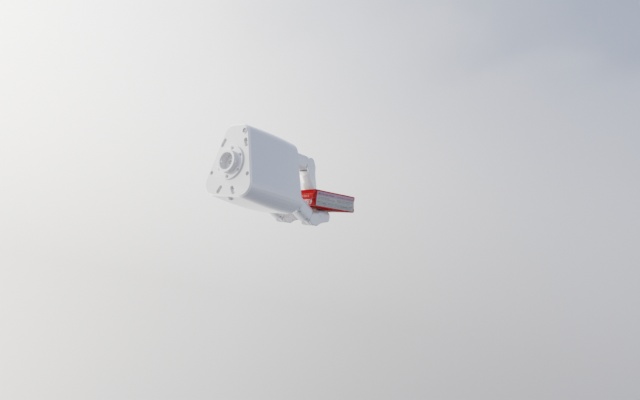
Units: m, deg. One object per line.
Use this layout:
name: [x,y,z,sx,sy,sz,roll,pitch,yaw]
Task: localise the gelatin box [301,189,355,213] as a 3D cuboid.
gelatin box: [0.000,0.002,0.791,0.089,0.030,0.073,10,-7,-40]
